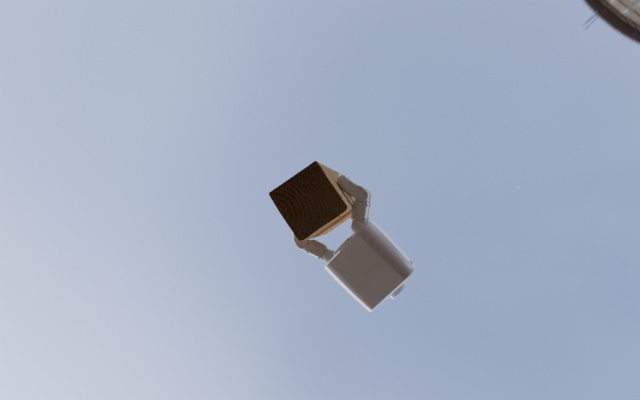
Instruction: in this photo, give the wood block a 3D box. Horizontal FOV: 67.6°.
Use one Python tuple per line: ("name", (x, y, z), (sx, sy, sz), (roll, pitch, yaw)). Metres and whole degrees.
("wood block", (0.000, 0.003, 0.801), (0.091, 0.090, 0.206), (-35, -7, 8))
